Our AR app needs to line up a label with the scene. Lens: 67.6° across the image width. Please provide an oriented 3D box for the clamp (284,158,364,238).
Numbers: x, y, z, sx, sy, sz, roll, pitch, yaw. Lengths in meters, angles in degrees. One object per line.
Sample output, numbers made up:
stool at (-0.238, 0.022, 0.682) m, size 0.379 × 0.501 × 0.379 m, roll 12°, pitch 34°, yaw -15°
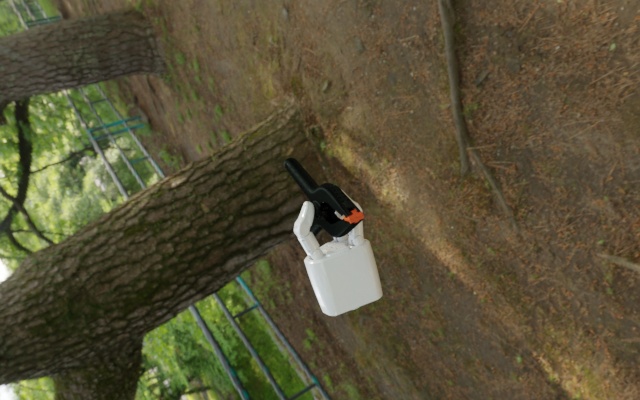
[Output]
clamp at (0.000, 0.003, 0.822) m, size 0.036 × 0.164 × 0.210 m, roll -22°, pitch 12°, yaw -26°
